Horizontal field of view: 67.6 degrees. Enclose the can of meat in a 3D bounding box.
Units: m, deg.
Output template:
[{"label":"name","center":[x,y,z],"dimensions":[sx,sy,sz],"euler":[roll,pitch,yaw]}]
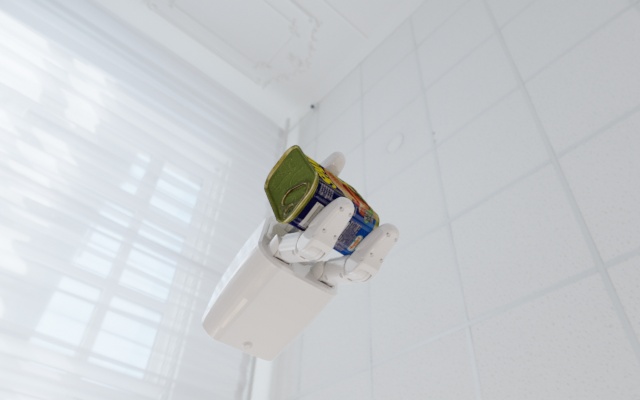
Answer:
[{"label":"can of meat","center":[0.000,0.002,0.465],"dimensions":[0.084,0.057,0.102],"euler":[33,12,-27]}]
